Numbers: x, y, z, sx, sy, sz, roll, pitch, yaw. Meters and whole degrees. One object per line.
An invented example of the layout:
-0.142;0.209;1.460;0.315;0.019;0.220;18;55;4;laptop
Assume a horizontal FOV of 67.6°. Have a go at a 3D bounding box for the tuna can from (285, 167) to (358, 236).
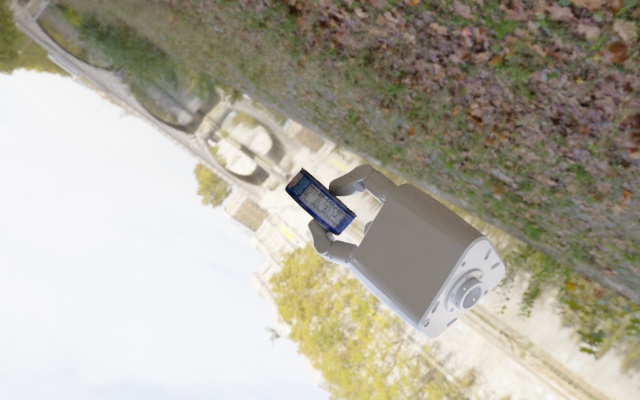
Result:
0.000;0.002;0.551;0.086;0.034;0.086;41;3;-2;tuna can
